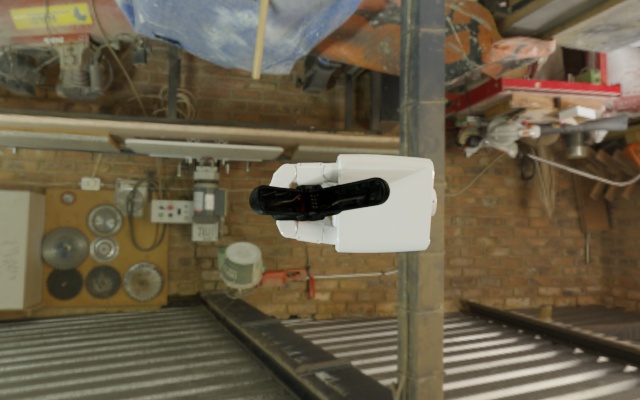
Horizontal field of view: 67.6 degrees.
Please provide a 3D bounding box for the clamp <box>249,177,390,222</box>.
[{"bbox_3d":[0.000,0.002,0.472,0.120,0.039,0.171,1,-3,0],"label":"clamp"}]
